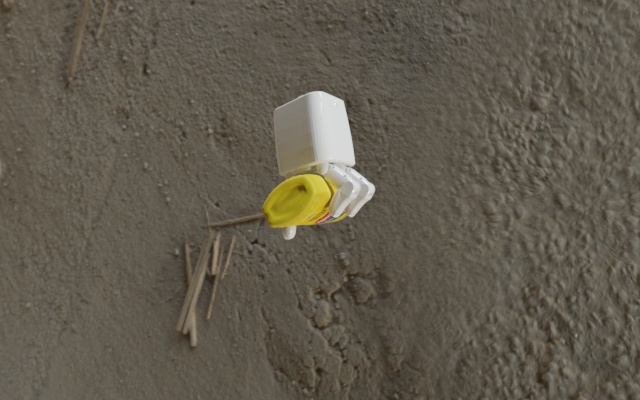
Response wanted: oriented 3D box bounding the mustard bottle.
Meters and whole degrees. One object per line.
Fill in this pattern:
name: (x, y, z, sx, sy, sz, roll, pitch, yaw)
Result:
mustard bottle: (0.000, 0.003, 0.742, 0.096, 0.058, 0.191, -38, -18, 23)
